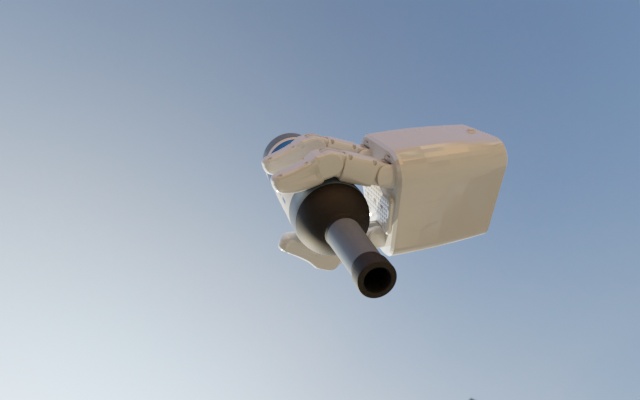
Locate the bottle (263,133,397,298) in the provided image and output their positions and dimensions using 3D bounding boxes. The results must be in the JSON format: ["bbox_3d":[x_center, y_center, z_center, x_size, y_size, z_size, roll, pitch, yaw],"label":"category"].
[{"bbox_3d":[0.000,0.001,0.440,0.069,0.069,0.295,0,20,-15],"label":"bottle"}]
